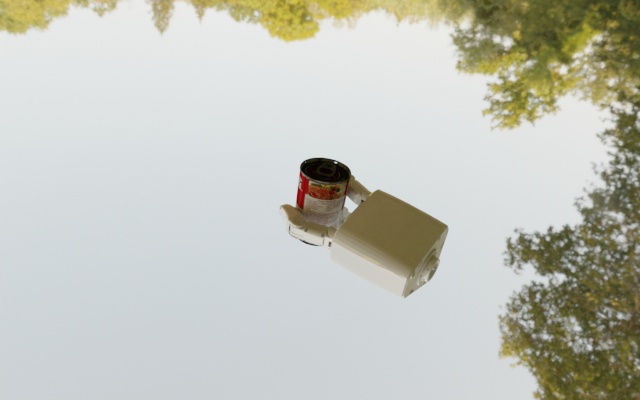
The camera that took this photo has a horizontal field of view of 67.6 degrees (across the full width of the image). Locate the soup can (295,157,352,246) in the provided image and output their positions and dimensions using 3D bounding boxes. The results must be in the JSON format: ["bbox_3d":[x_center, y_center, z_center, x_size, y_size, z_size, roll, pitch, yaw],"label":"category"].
[{"bbox_3d":[0.000,0.002,0.645,0.068,0.102,0.068,7,32,-4],"label":"soup can"}]
